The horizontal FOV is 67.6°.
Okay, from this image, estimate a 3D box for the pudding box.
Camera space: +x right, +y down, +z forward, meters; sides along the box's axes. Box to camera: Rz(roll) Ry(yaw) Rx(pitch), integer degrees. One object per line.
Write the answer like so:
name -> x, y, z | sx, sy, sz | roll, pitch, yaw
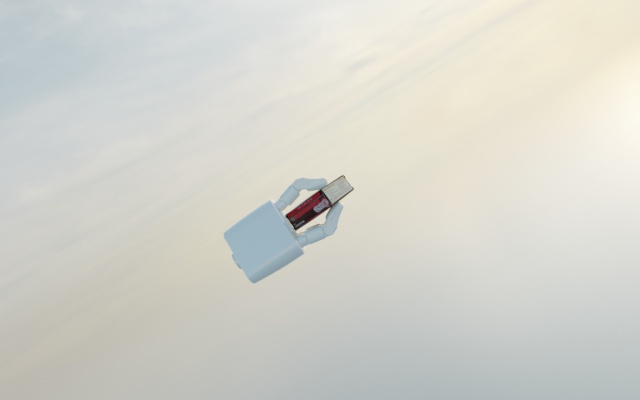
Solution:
pudding box -> 0.000, 0.003, 0.846 | 0.090, 0.039, 0.113 | -34, 2, 28
